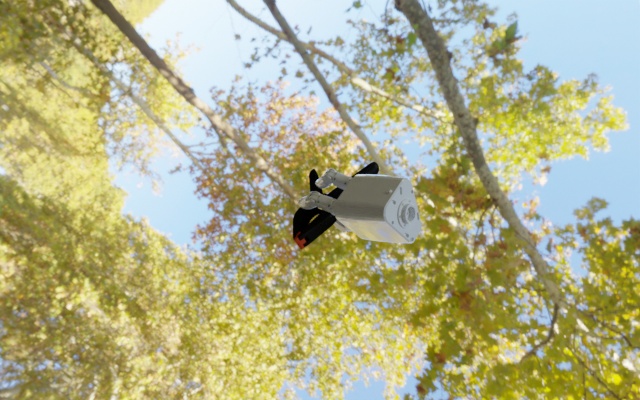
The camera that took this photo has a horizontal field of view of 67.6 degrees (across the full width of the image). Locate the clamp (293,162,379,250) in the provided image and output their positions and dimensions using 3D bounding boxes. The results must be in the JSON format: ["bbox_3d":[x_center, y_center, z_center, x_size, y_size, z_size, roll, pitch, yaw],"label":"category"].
[{"bbox_3d":[0.000,0.004,0.900,0.164,0.036,0.210,2,46,45],"label":"clamp"}]
